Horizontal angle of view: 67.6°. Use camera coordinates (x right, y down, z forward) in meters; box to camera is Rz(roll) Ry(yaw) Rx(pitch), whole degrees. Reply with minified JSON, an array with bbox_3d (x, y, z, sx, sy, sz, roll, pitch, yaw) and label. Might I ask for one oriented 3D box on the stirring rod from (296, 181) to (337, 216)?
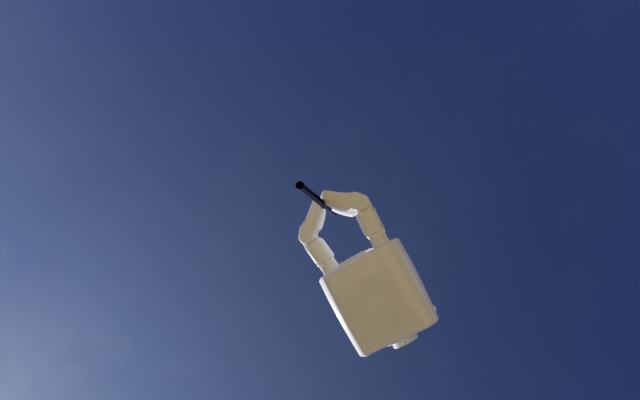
[{"bbox_3d":[0.000,0.002,0.566,0.011,0.011,0.239,0,-8,9],"label":"stirring rod"}]
